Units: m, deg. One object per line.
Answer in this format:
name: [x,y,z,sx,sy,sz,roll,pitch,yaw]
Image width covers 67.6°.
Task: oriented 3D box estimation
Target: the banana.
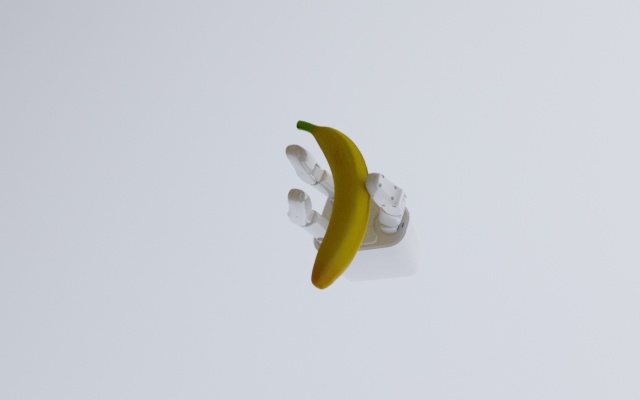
banana: [0.018,-0.005,0.486,0.069,0.197,0.037,-12,-33,8]
